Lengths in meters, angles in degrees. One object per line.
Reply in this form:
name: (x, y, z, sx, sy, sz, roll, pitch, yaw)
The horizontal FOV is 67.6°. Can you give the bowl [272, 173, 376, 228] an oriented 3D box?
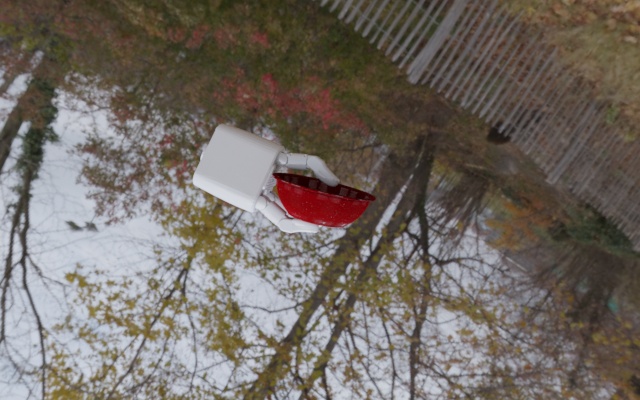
bowl: (0.001, 0.003, 0.729, 0.162, 0.055, 0.162, 13, 8, -2)
